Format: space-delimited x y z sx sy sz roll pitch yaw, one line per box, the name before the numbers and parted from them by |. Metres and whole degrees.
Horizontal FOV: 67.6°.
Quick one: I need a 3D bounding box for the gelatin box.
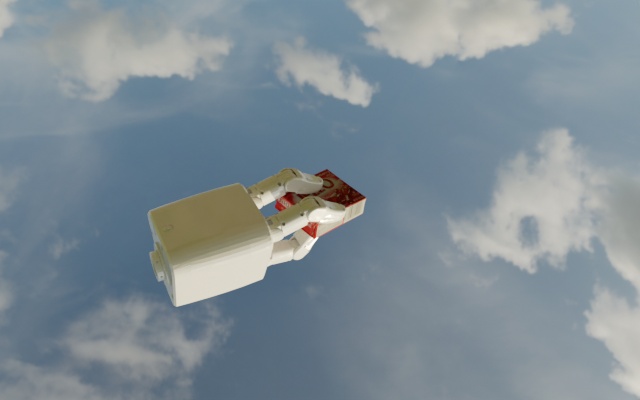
gelatin box | 0.000 0.002 0.592 0.089 0.030 0.073 -25 50 -36
